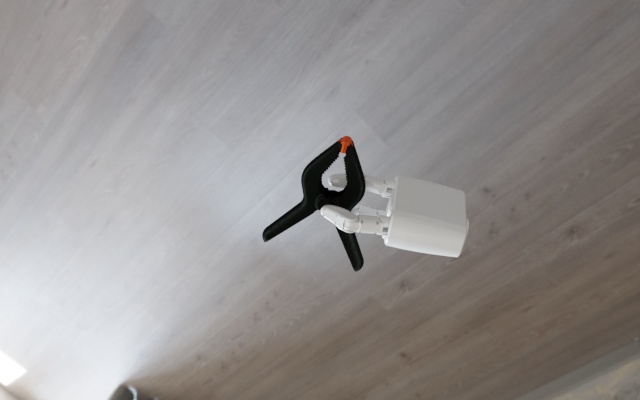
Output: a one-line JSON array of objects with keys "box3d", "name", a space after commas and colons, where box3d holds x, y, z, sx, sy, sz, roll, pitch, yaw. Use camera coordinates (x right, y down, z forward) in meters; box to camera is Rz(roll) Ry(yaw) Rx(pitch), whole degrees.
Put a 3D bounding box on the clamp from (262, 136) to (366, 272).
[{"box3d": [0.000, 0.002, 0.710, 0.164, 0.210, 0.036, 11, 27, 4], "name": "clamp"}]
